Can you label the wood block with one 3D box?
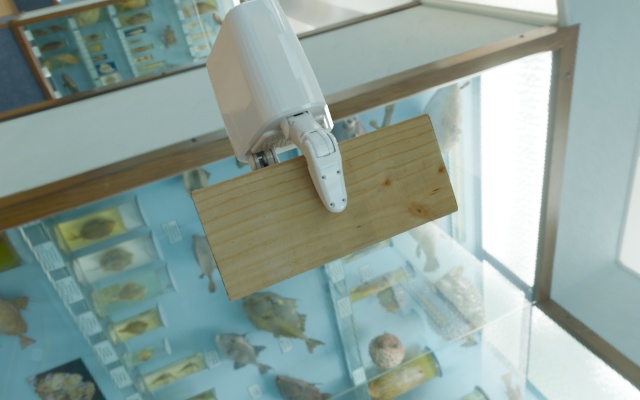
[{"bbox_3d":[0.000,0.001,0.422,0.206,0.090,0.091,-20,6,-13],"label":"wood block"}]
